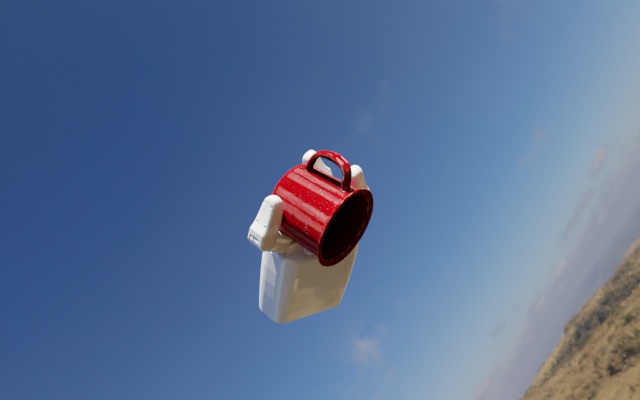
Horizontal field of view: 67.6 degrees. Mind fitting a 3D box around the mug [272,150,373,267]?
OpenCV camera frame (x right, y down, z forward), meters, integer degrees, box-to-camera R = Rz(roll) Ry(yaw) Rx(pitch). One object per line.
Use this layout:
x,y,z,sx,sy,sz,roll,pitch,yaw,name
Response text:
0.000,0.000,0.514,0.081,0.117,0.093,31,36,29,mug
